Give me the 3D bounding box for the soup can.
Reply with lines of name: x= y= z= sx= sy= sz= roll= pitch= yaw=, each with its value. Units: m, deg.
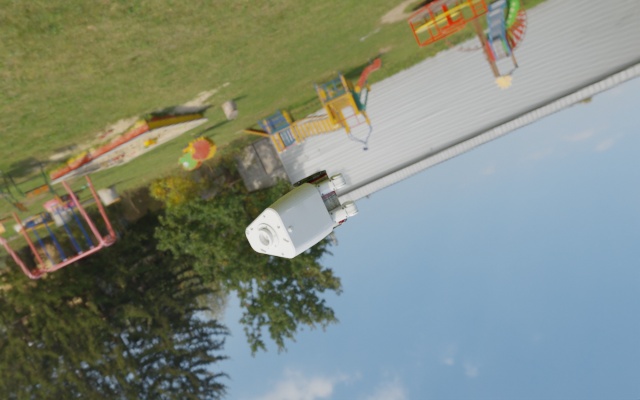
soup can: x=0.000 y=0.003 z=0.892 sx=0.068 sy=0.102 sz=0.068 roll=-24 pitch=8 yaw=4
